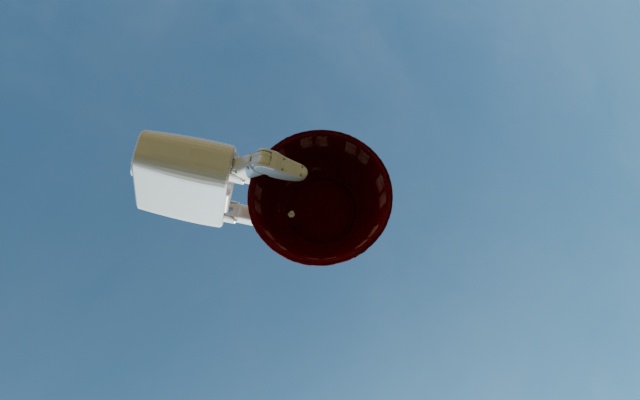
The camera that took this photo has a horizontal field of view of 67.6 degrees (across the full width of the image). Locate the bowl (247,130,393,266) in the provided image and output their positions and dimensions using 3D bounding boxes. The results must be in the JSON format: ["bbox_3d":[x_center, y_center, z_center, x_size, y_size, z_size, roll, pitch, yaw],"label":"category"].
[{"bbox_3d":[0.001,0.002,0.550,0.162,0.162,0.055,0,-21,2],"label":"bowl"}]
